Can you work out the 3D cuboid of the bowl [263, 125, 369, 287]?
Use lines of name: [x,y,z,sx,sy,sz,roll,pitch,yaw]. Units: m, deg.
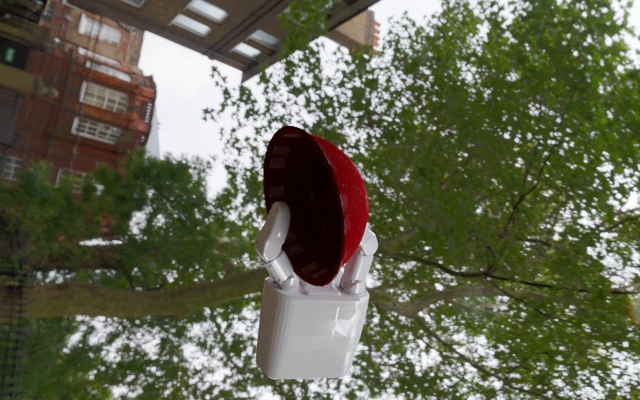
bowl: [0.001,0.000,0.483,0.055,0.162,0.162,-13,7,-29]
